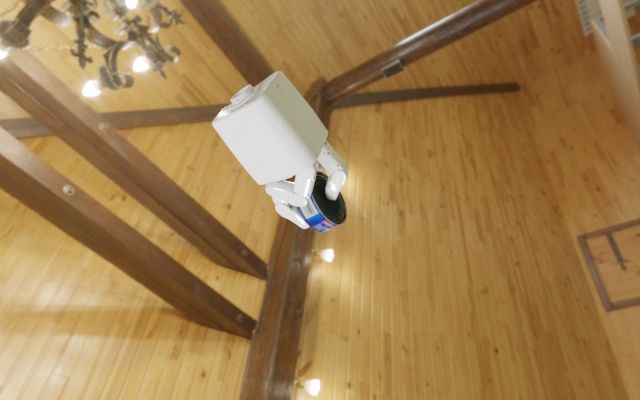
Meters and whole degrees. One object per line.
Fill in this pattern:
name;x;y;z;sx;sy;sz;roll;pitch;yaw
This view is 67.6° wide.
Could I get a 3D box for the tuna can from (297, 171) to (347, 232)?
tuna can;0.000;0.003;0.704;0.034;0.086;0.086;-28;-14;28
